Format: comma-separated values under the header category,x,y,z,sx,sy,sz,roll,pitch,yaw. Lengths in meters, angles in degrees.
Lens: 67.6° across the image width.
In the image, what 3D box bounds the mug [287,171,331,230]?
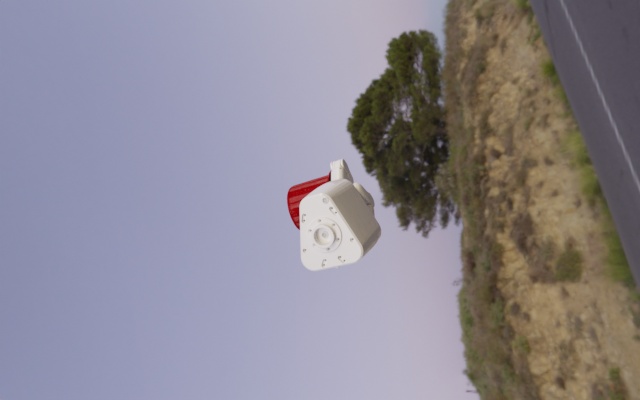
category,x,y,z,sx,sy,sz,roll,pitch,yaw
mug,0.000,0.002,0.812,0.081,0.093,0.117,-16,6,20
